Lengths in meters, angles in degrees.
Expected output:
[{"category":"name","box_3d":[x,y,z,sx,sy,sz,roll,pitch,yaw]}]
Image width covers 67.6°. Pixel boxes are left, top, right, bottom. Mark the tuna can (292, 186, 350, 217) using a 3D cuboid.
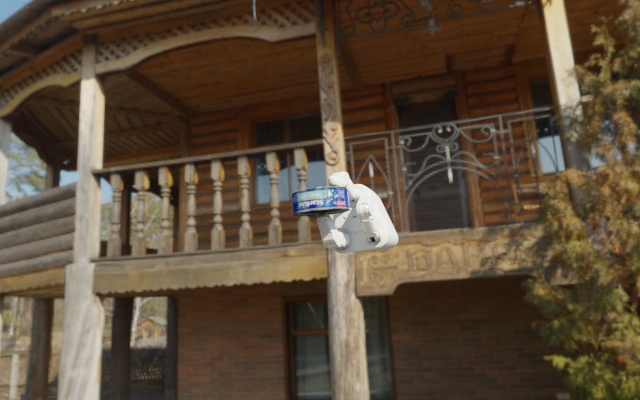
[{"category":"tuna can","box_3d":[0.000,0.002,0.714,0.086,0.033,0.086,-5,-7,-1]}]
